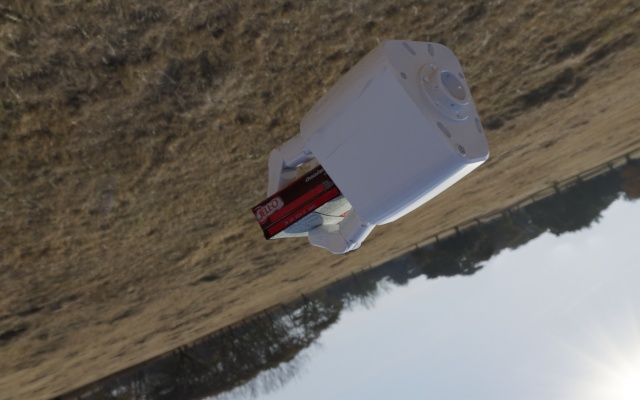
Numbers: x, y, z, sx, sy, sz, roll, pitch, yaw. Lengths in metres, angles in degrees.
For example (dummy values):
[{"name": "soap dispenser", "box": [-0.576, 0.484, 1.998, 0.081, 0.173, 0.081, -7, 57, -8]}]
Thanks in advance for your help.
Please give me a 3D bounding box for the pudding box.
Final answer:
[{"name": "pudding box", "box": [0.000, 0.002, 0.467, 0.090, 0.039, 0.113, -30, -15, 20]}]
